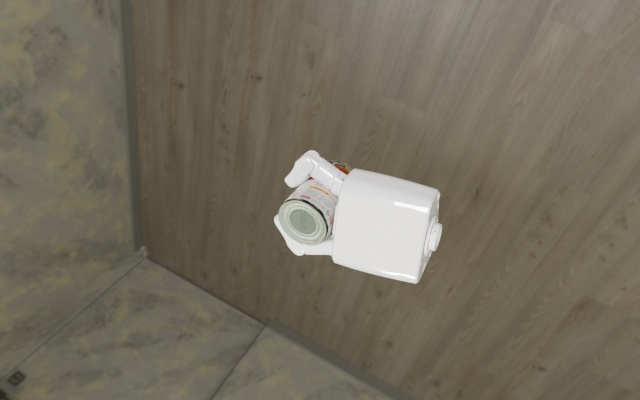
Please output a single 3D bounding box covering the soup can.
[{"bbox_3d":[0.000,0.002,0.602,0.068,0.068,0.102,0,31,30],"label":"soup can"}]
